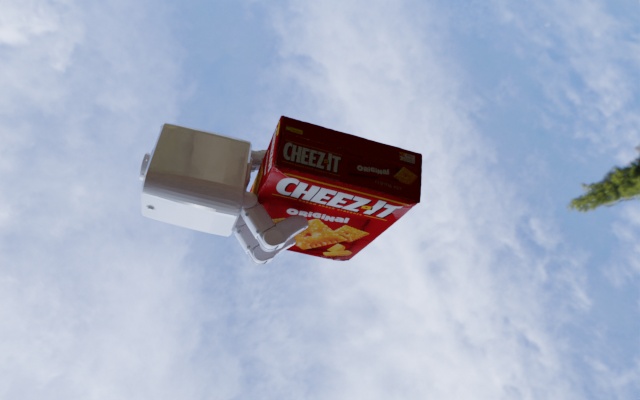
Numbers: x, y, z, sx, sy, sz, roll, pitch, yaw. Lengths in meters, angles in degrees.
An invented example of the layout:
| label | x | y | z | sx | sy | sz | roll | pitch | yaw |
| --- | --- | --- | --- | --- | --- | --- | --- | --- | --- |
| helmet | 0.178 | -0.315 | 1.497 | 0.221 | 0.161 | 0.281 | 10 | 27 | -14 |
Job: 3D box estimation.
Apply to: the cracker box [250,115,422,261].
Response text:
| label | x | y | z | sx | sy | sz | roll | pitch | yaw |
| --- | --- | --- | --- | --- | --- | --- | --- | --- | --- |
| cracker box | 0.000 | 0.002 | 0.582 | 0.164 | 0.072 | 0.214 | 13 | -27 | -14 |
